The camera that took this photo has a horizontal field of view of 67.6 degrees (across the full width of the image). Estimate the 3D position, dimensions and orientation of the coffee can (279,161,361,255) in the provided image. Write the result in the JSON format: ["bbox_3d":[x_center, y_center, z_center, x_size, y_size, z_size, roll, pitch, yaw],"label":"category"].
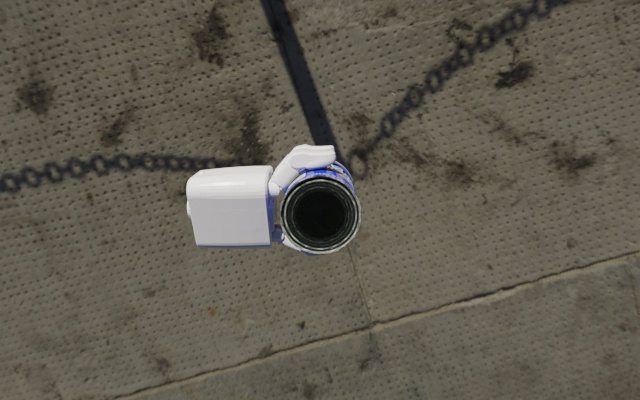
[{"bbox_3d":[0.000,0.002,0.658,0.103,0.103,0.140,0,14,0],"label":"coffee can"}]
